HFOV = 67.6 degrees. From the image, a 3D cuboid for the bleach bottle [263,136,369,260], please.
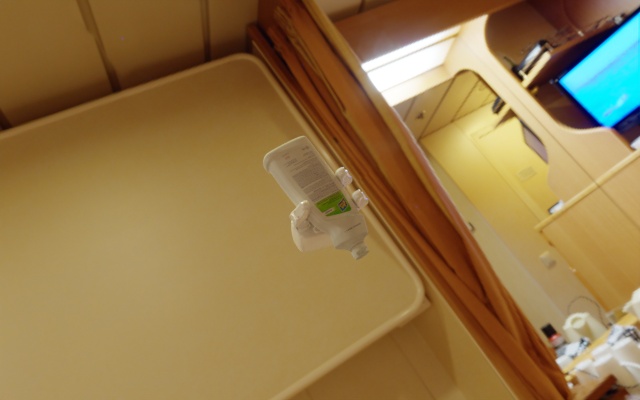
[{"bbox_3d":[0.000,0.003,0.877,0.102,0.250,0.068,-30,-19,-14],"label":"bleach bottle"}]
